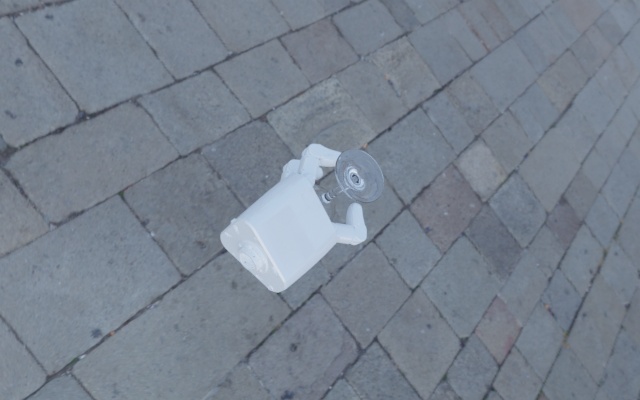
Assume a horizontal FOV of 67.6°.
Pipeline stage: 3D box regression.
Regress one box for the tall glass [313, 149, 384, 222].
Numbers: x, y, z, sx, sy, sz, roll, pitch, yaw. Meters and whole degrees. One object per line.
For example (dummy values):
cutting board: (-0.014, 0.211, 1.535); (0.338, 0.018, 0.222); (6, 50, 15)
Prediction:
tall glass: (0.001, 0.002, 0.683); (0.079, 0.079, 0.201); (0, -20, -32)
